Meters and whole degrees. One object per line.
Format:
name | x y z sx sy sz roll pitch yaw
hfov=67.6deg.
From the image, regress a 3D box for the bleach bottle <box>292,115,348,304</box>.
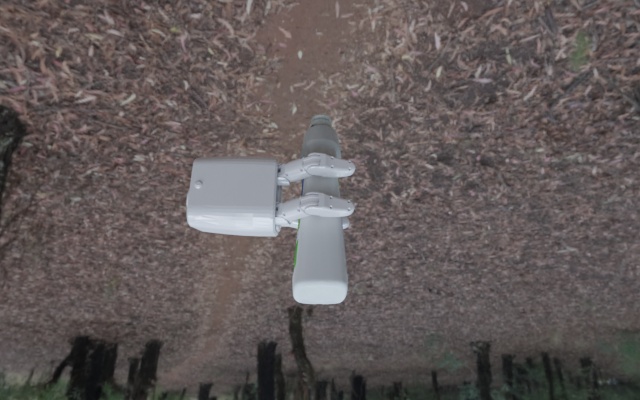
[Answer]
bleach bottle | 0.000 0.002 0.634 0.068 0.250 0.103 1 -26 -1
